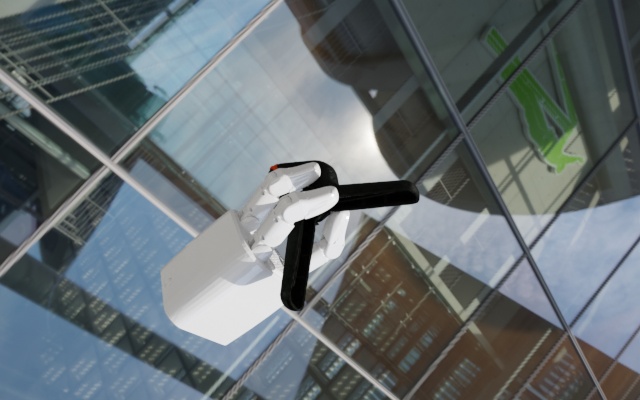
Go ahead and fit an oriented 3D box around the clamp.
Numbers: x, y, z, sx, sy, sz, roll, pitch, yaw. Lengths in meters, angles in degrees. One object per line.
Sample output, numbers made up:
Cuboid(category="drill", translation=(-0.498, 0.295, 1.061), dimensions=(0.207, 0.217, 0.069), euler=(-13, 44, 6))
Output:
Cuboid(category="clamp", translation=(0.000, 0.002, 0.513), dimensions=(0.164, 0.036, 0.210), euler=(-38, 36, 2))
